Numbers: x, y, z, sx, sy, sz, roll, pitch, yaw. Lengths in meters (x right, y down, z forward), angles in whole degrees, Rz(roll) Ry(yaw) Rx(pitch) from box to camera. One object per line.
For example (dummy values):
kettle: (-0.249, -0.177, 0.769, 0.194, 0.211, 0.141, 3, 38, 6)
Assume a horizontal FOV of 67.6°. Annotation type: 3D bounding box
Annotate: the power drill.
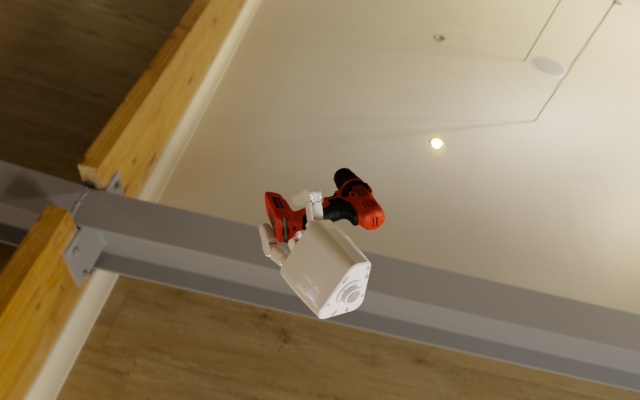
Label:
power drill: (0.000, 0.003, 0.844, 0.187, 0.057, 0.184, -12, 30, -12)
